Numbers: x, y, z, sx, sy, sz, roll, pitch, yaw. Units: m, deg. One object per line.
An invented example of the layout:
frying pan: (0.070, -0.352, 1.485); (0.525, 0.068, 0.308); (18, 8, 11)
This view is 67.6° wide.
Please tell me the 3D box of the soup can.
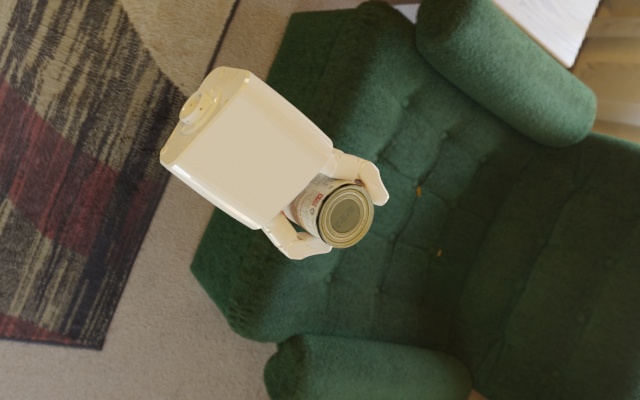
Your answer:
soup can: (0.000, 0.002, 0.503); (0.068, 0.068, 0.102); (0, 16, -33)
